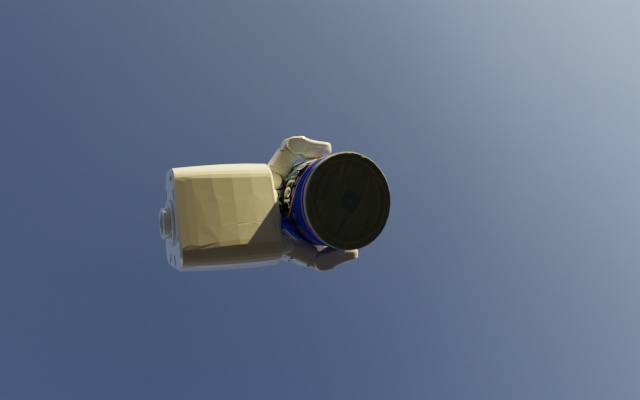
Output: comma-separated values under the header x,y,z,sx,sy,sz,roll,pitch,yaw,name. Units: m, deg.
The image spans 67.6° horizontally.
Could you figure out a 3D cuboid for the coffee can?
x,y,z,sx,sy,sz,roll,pitch,yaw,name
0.000,0.002,0.557,0.103,0.103,0.140,0,-1,-27,coffee can
